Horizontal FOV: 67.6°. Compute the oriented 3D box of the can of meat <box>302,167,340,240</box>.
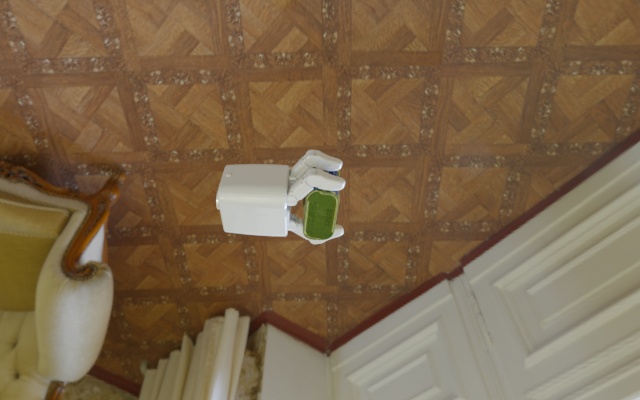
[{"bbox_3d":[0.000,0.003,0.783,0.057,0.102,0.084,5,35,-3],"label":"can of meat"}]
